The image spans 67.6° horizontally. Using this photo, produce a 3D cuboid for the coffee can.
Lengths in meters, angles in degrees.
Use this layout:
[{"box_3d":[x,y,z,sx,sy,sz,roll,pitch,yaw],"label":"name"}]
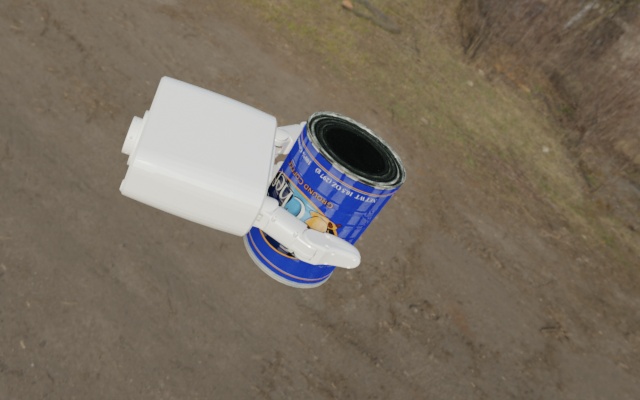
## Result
[{"box_3d":[0.000,0.002,0.460,0.103,0.102,0.140,0,-44,-42],"label":"coffee can"}]
